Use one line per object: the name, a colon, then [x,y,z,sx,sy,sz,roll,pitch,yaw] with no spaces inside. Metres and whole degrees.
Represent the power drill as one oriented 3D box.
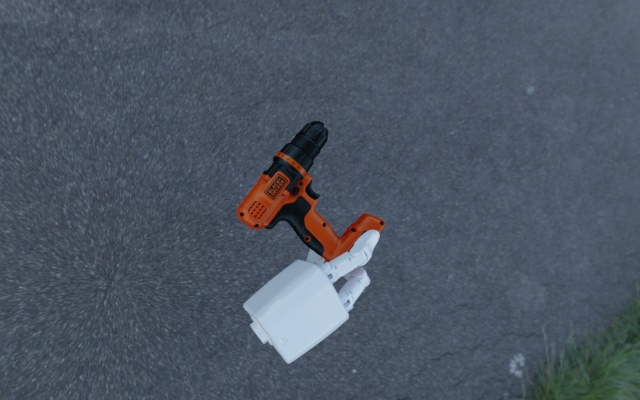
power drill: [0.000,0.003,0.697,0.187,0.184,0.057,39,-7,-8]
